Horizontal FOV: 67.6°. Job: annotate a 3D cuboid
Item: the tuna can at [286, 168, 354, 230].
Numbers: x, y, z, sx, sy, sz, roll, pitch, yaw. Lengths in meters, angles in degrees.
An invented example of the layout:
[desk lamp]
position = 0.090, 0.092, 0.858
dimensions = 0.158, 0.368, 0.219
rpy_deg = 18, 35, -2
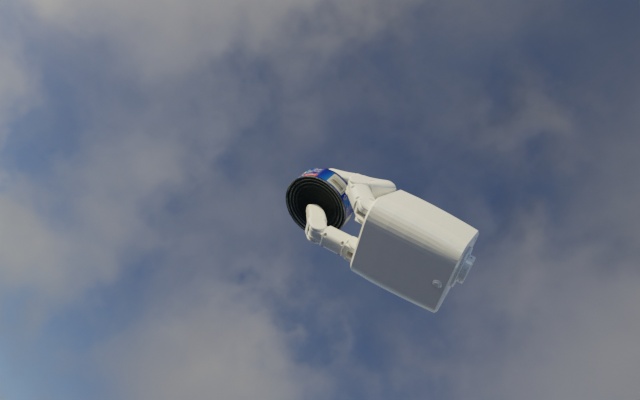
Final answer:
[tuna can]
position = 0.000, 0.002, 0.613
dimensions = 0.086, 0.086, 0.033
rpy_deg = 0, 26, 33
